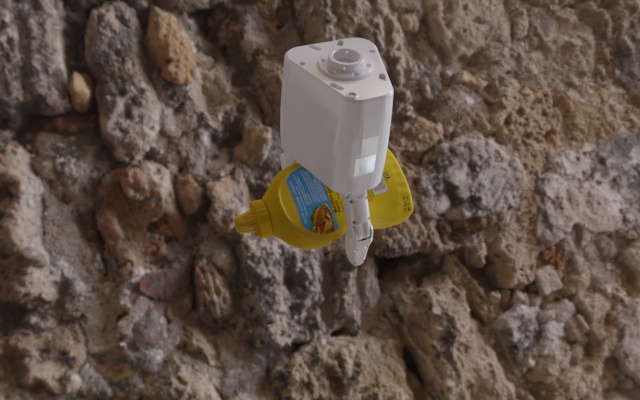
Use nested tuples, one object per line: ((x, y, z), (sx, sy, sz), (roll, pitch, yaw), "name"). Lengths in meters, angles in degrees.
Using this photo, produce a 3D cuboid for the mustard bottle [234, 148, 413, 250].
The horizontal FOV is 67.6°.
((0.000, 0.002, 0.527), (0.191, 0.096, 0.058), (-16, -16, -18), "mustard bottle")
